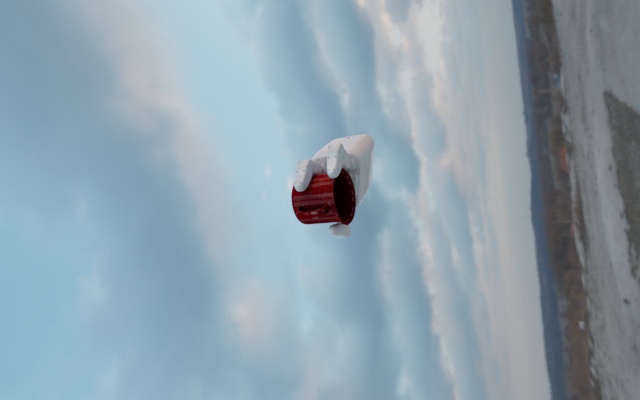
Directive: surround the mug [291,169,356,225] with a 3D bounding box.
[{"bbox_3d":[-0.001,0.003,0.786,0.081,0.093,0.117,-6,23,26],"label":"mug"}]
